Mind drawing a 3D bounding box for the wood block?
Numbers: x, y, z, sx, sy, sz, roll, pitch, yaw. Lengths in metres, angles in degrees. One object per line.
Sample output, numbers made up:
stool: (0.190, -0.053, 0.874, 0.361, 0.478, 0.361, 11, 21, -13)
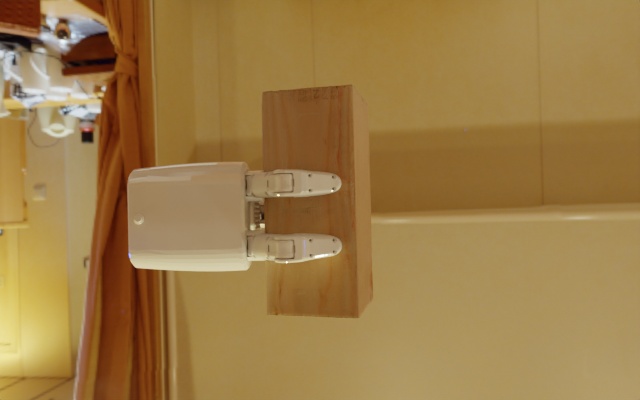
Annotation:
wood block: (0.000, 0.002, 0.472, 0.090, 0.206, 0.091, -1, 0, 14)
